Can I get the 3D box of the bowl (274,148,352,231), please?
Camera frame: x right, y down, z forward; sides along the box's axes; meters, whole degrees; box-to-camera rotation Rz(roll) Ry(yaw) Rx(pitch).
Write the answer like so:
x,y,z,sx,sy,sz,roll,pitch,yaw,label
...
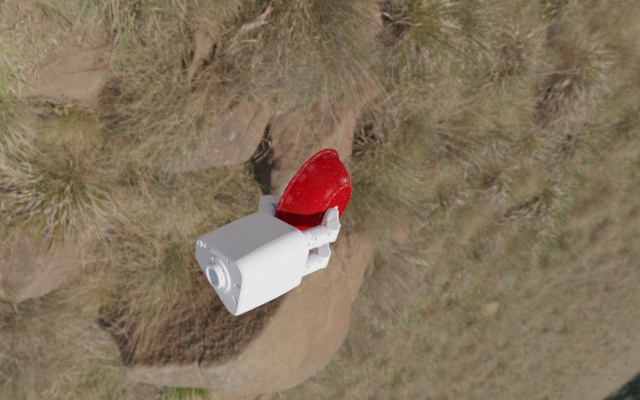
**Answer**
x,y,z,sx,sy,sz,roll,pitch,yaw,label
0.001,0.002,0.741,0.055,0.162,0.162,33,12,20,bowl
